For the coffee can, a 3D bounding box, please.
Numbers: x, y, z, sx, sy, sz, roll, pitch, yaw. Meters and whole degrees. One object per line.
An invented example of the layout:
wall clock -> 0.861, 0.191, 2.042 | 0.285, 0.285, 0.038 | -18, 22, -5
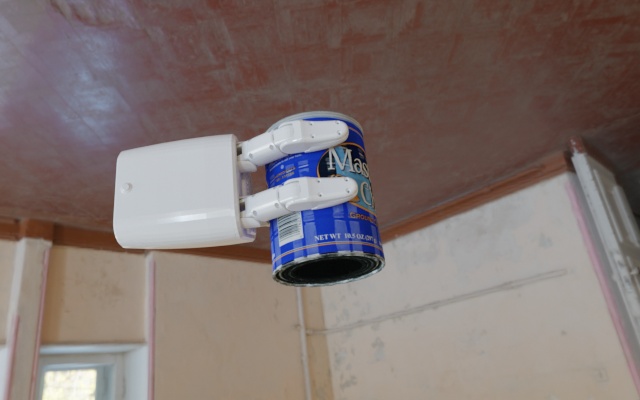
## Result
coffee can -> 0.000, 0.001, 0.457 | 0.103, 0.140, 0.103 | -6, -23, -3
